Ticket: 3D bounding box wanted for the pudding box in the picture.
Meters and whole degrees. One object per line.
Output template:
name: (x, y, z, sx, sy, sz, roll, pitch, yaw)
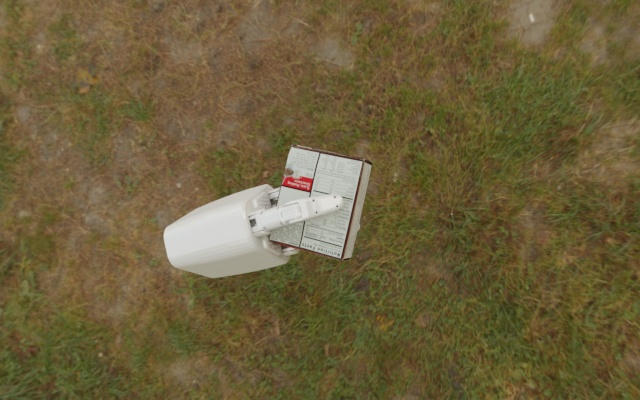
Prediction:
pudding box: (0.000, 0.002, 0.524, 0.090, 0.113, 0.039, 13, 3, 18)
